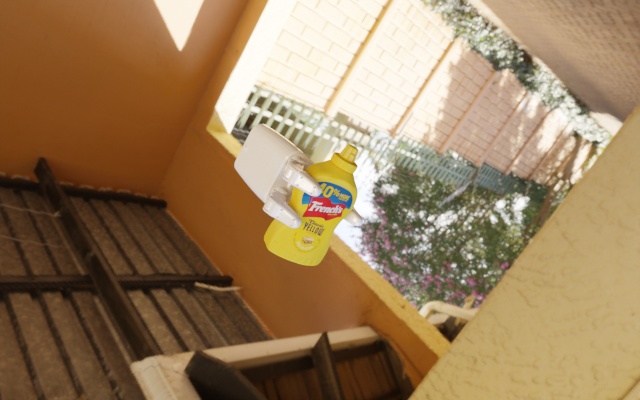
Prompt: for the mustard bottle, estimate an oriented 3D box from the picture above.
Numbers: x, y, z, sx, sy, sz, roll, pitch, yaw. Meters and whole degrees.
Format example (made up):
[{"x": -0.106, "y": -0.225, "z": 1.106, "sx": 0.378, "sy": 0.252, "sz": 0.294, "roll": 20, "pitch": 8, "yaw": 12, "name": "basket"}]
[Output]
[{"x": 0.000, "y": 0.003, "z": 0.707, "sx": 0.096, "sy": 0.192, "sz": 0.058, "roll": 23, "pitch": 17, "yaw": -26, "name": "mustard bottle"}]
